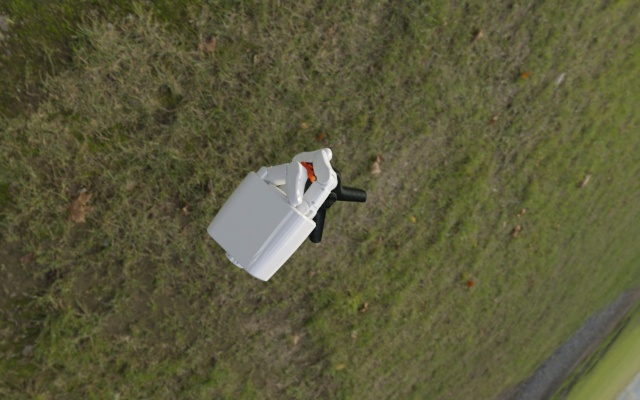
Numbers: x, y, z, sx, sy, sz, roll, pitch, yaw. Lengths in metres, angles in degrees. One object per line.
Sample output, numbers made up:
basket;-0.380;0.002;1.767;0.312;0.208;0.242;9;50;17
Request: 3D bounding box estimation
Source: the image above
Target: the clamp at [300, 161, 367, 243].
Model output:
clamp;0.000;0.003;0.735;0.039;0.120;0.171;39;0;37
